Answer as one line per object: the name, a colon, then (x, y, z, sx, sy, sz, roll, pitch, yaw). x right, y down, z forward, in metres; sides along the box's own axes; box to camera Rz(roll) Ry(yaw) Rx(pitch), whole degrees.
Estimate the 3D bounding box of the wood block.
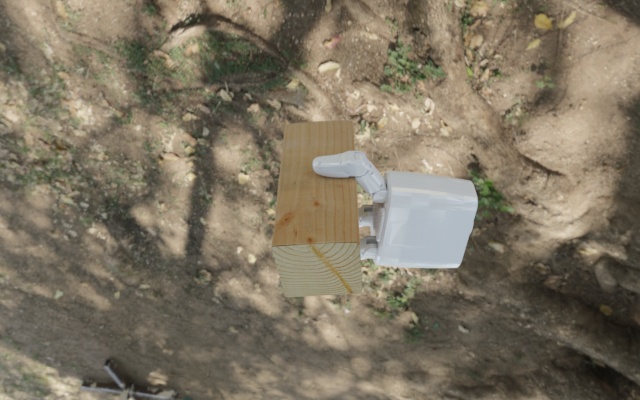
wood block: (0.000, 0.002, 0.572, 0.090, 0.091, 0.206, -3, 45, 4)
